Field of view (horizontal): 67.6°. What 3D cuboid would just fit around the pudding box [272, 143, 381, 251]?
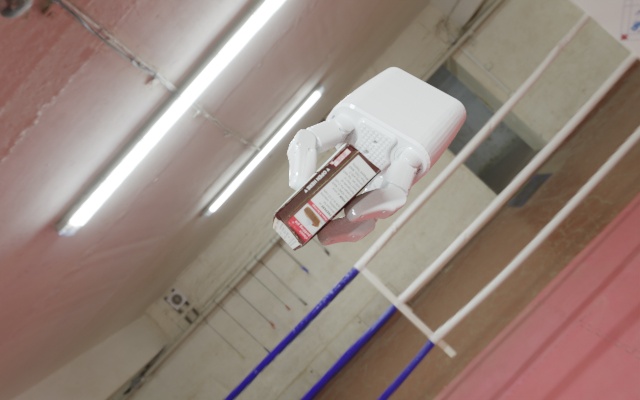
[{"bbox_3d":[0.000,0.001,0.428,0.090,0.039,0.113,-45,-3,-10],"label":"pudding box"}]
